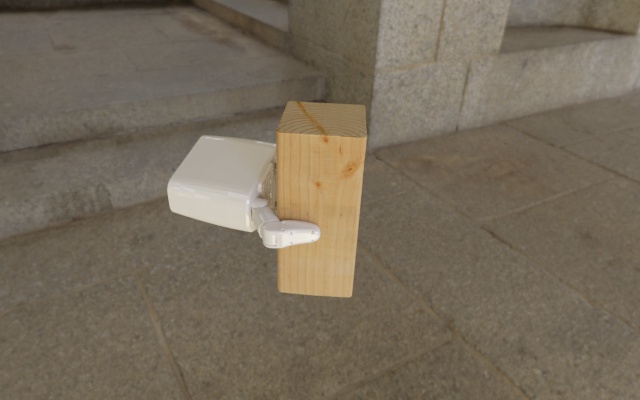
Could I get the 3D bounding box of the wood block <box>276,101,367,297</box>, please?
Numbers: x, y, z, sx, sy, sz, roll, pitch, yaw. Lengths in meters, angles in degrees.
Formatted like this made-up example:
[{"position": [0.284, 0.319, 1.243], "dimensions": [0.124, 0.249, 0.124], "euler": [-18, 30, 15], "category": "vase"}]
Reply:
[{"position": [0.000, 0.002, 0.549], "dimensions": [0.090, 0.206, 0.090], "euler": [4, 31, 3], "category": "wood block"}]
